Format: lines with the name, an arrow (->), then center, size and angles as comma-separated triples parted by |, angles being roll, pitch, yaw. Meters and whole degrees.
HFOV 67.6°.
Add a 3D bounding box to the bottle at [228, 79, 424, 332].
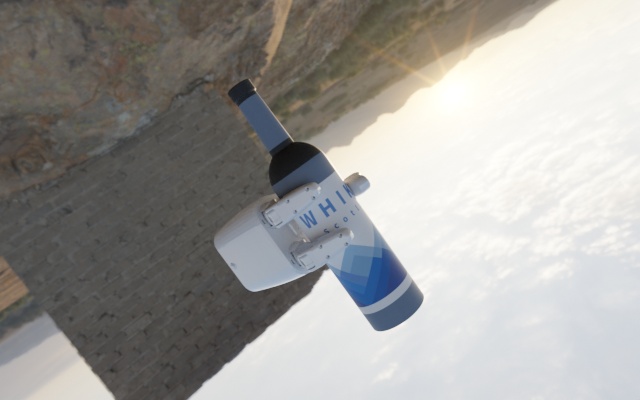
bottle -> 0.000, 0.002, 0.506 | 0.069, 0.296, 0.069 | -35, 6, 4
